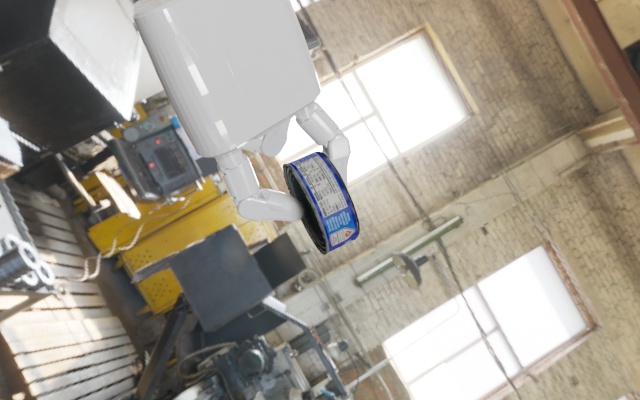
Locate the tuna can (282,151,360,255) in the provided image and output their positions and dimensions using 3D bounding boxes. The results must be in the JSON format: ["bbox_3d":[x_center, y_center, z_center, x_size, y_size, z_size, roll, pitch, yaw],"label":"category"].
[{"bbox_3d":[0.001,0.001,0.414,0.034,0.086,0.086,-25,5,-11],"label":"tuna can"}]
